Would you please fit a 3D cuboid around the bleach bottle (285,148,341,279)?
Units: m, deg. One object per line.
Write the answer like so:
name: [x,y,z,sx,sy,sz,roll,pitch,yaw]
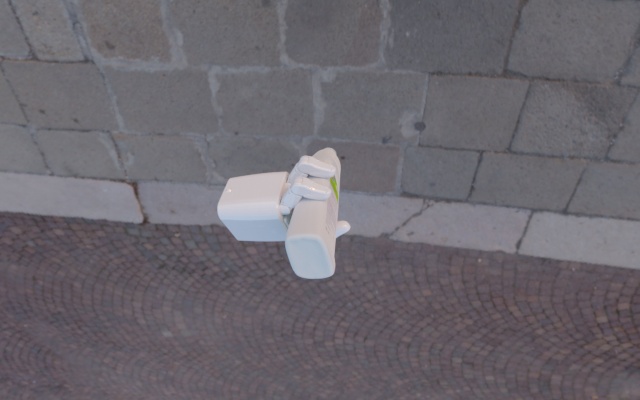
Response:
bleach bottle: [0.000,0.003,0.800,0.068,0.103,0.250,-3,41,14]
